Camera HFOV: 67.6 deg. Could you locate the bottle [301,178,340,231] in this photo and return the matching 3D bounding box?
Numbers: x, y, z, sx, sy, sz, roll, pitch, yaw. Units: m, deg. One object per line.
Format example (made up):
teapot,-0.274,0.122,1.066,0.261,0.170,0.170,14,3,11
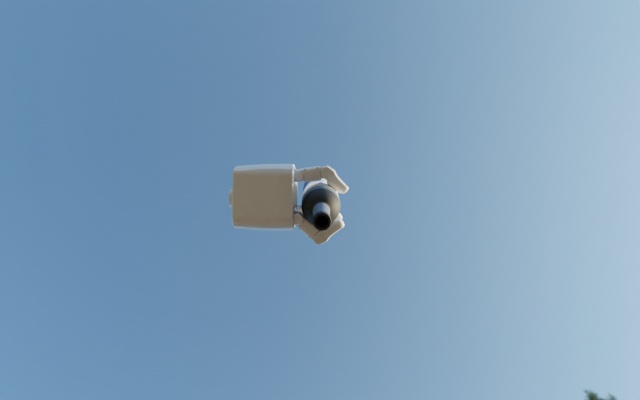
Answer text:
bottle,0.000,0.003,0.844,0.069,0.069,0.295,0,11,-1
